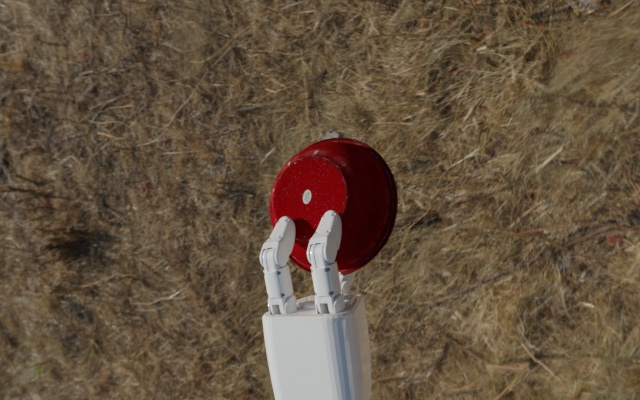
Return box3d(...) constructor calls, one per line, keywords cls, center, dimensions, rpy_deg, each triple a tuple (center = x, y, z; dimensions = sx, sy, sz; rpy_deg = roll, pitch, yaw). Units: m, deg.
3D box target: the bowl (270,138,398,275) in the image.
box3d(cls="bowl", center=(0.000, 0.000, 0.526), dimensions=(0.162, 0.162, 0.055), rpy_deg=(0, -9, 29))
